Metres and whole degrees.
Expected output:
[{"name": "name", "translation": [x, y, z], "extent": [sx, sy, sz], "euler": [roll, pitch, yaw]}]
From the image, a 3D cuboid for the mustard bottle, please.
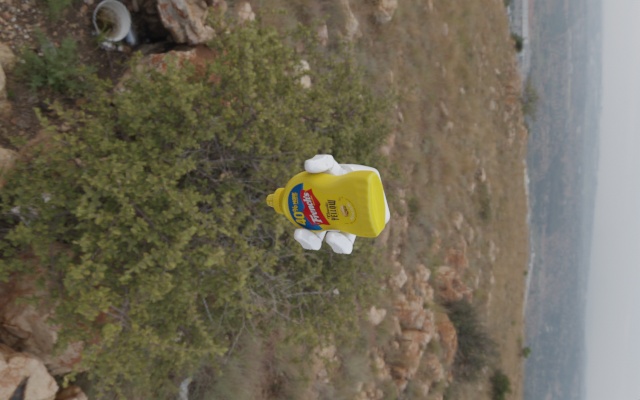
[{"name": "mustard bottle", "translation": [0.000, 0.002, 0.727], "extent": [0.191, 0.096, 0.058], "euler": [2, 28, 30]}]
